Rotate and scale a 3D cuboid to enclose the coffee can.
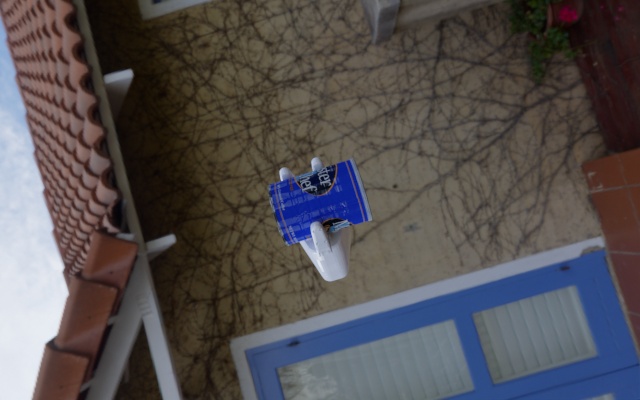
[{"bbox_3d":[0.000,0.002,0.752,0.140,0.103,0.103,-17,-1,2],"label":"coffee can"}]
